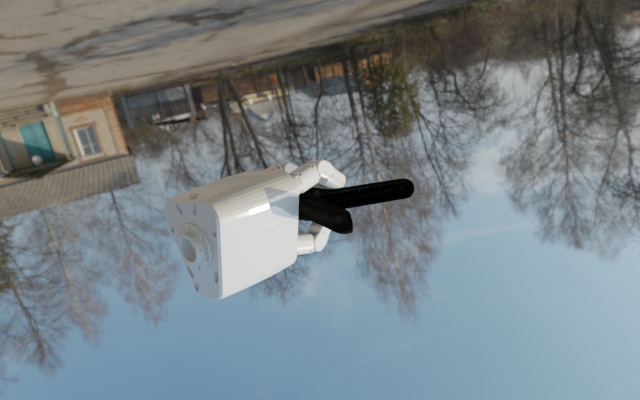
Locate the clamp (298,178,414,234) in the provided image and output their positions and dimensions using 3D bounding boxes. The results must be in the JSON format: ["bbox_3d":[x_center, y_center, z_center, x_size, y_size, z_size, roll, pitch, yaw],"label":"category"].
[{"bbox_3d":[0.000,0.003,0.587,0.210,0.036,0.164,1,14,42],"label":"clamp"}]
